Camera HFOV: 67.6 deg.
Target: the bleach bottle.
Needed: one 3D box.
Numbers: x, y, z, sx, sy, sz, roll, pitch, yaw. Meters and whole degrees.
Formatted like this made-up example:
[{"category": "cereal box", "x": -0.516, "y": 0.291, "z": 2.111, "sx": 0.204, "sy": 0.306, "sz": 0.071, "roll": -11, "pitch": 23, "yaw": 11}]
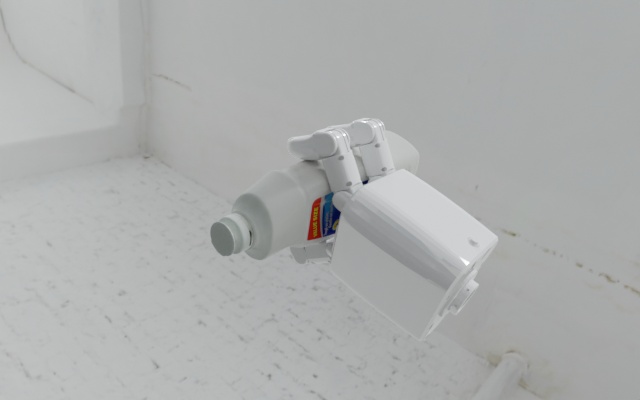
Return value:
[{"category": "bleach bottle", "x": 0.000, "y": 0.001, "z": 0.460, "sx": 0.068, "sy": 0.103, "sz": 0.250, "roll": 38, "pitch": 37, "yaw": 23}]
